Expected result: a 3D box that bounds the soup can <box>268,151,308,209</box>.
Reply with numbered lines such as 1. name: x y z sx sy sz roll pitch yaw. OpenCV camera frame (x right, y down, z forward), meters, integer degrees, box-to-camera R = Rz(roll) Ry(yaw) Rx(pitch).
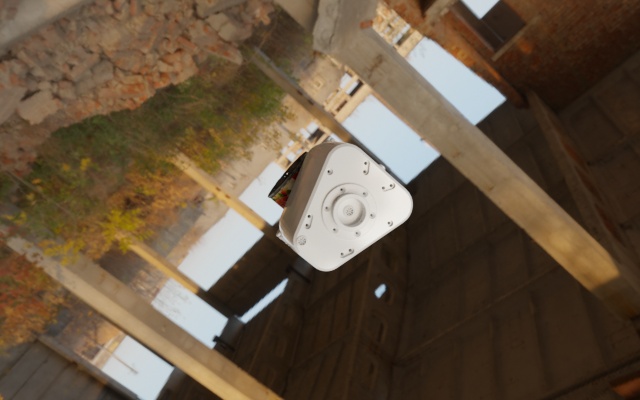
1. soup can: 0.000 0.002 0.548 0.102 0.068 0.068 40 -9 -11
